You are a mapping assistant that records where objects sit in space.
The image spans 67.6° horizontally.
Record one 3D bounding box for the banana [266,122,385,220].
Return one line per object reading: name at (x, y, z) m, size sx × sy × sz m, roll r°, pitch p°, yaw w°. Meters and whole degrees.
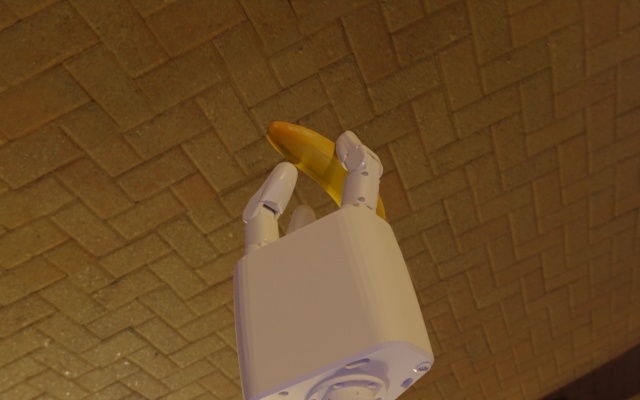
banana at (0.019, -0.002, 0.440) m, size 0.069 × 0.037 × 0.198 m, roll -17°, pitch -45°, yaw 10°
